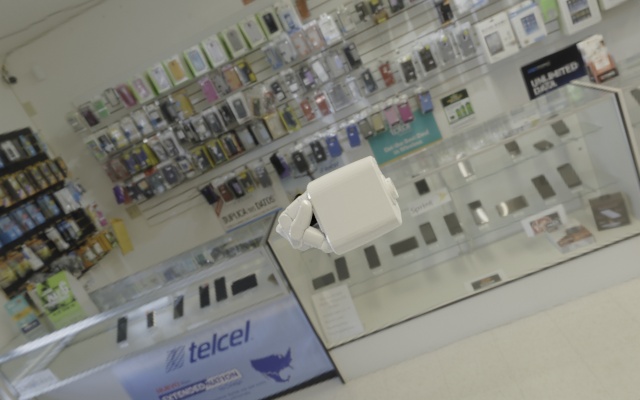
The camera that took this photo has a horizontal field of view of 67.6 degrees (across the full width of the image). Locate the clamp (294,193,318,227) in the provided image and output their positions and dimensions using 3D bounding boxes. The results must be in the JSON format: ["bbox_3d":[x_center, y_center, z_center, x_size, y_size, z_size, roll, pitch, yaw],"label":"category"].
[{"bbox_3d":[0.000,0.002,0.810,0.120,0.039,0.171,-28,15,13],"label":"clamp"}]
